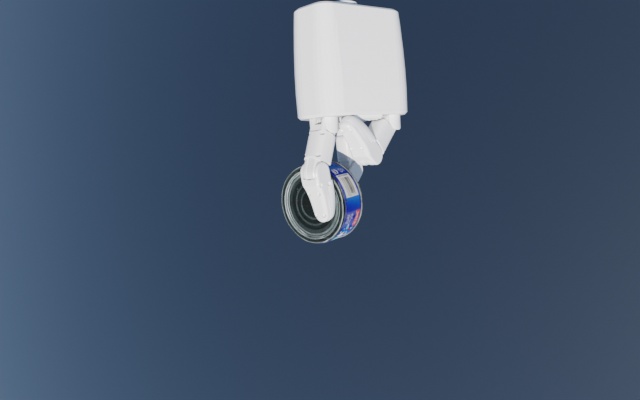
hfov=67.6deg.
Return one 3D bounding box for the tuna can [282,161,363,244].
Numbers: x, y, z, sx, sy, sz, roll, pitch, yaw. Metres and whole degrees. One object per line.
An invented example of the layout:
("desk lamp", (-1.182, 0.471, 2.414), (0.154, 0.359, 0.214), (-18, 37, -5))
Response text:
("tuna can", (0.000, 0.002, 0.505), (0.086, 0.086, 0.033), (0, 10, 38))
